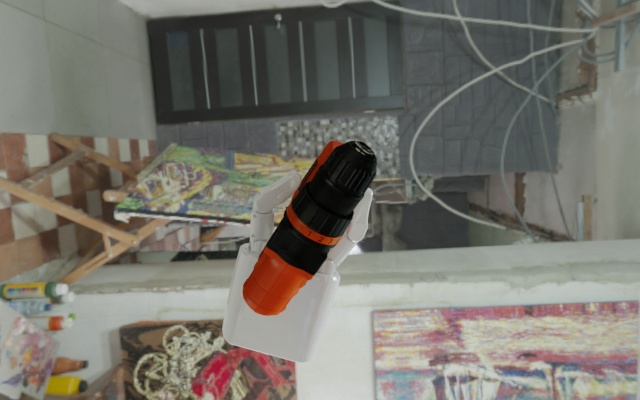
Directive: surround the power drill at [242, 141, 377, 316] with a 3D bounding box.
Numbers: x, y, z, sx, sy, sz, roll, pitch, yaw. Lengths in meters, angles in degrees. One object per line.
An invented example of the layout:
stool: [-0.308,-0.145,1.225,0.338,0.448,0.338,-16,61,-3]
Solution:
power drill: [0.000,0.002,0.470,0.057,0.184,0.187,34,24,-2]
